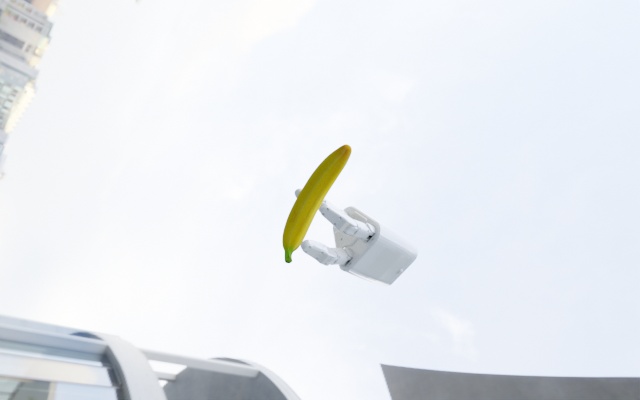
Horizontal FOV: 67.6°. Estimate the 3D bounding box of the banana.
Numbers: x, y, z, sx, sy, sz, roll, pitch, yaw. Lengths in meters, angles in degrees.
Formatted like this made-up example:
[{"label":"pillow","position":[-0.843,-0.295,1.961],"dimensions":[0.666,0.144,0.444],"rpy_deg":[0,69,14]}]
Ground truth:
[{"label":"banana","position":[-0.010,0.002,0.732],"dimensions":[0.037,0.198,0.069],"rpy_deg":[29,-4,-31]}]
